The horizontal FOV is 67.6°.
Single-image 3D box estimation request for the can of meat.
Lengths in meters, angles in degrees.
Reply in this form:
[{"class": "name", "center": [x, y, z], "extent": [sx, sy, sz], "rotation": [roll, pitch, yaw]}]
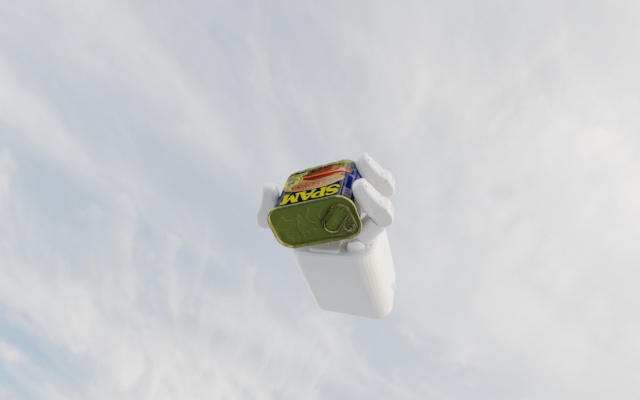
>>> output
[{"class": "can of meat", "center": [0.000, 0.002, 0.549], "extent": [0.102, 0.057, 0.084], "rotation": [-12, 31, 20]}]
